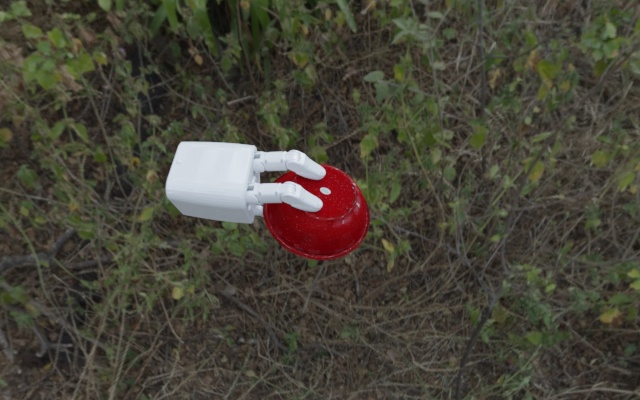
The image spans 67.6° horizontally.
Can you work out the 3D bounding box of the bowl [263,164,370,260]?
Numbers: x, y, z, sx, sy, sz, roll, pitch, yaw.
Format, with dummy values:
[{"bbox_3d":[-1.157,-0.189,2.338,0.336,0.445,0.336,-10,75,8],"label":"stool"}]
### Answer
[{"bbox_3d":[0.001,0.002,0.686,0.162,0.162,0.055,0,-33,-13],"label":"bowl"}]
